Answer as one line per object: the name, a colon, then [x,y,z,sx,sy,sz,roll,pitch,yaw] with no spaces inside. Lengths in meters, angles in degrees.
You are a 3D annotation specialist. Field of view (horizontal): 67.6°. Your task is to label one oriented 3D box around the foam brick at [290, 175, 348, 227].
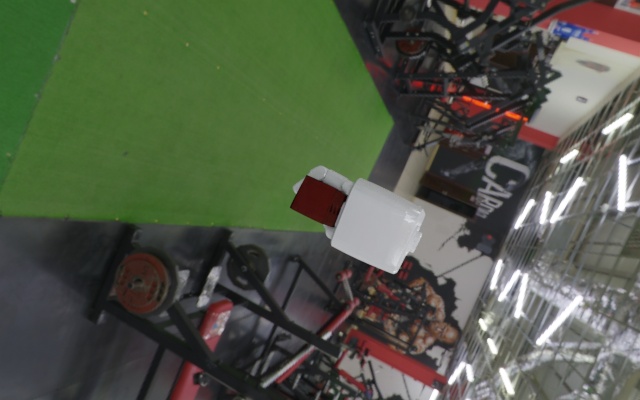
foam brick: [0.000,0.002,0.679,0.051,0.053,0.078,26,1,16]
